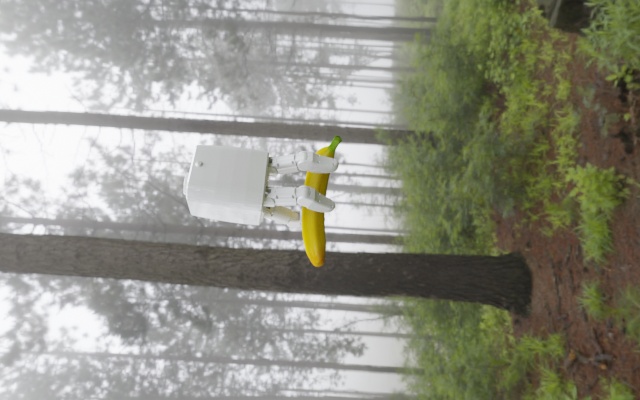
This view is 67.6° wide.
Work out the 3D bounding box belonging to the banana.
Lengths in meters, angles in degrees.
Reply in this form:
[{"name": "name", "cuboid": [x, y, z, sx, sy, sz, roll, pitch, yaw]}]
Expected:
[{"name": "banana", "cuboid": [-0.005, 0.002, 0.722, 0.037, 0.197, 0.069, 10, -12, -16]}]
